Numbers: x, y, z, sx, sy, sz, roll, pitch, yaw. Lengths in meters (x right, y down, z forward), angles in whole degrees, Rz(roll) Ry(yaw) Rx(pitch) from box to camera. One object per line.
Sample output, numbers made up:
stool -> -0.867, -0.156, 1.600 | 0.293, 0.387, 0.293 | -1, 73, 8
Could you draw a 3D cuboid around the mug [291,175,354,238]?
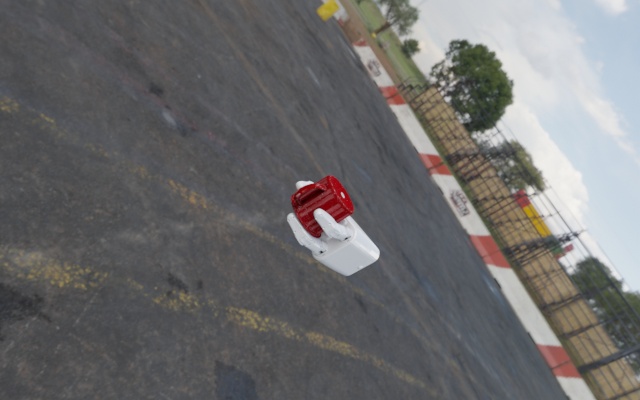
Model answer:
mug -> 0.000, 0.002, 0.847 | 0.081, 0.093, 0.117 | -32, -39, 15
